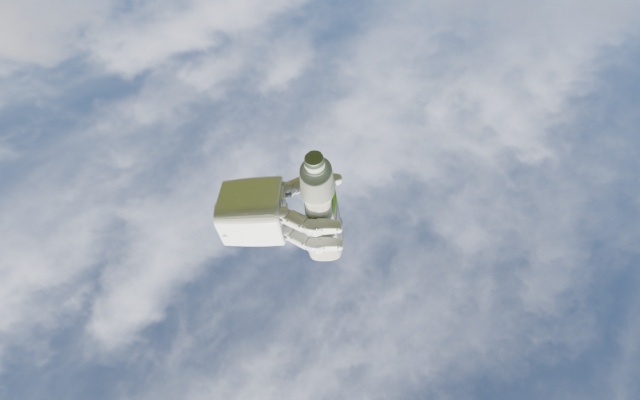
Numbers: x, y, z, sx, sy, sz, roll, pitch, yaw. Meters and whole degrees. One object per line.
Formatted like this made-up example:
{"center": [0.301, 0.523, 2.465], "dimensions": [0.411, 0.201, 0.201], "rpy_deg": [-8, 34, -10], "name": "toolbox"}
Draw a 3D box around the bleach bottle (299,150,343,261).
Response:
{"center": [0.000, 0.003, 0.795], "dimensions": [0.068, 0.102, 0.251], "rpy_deg": [-3, -35, 3], "name": "bleach bottle"}
